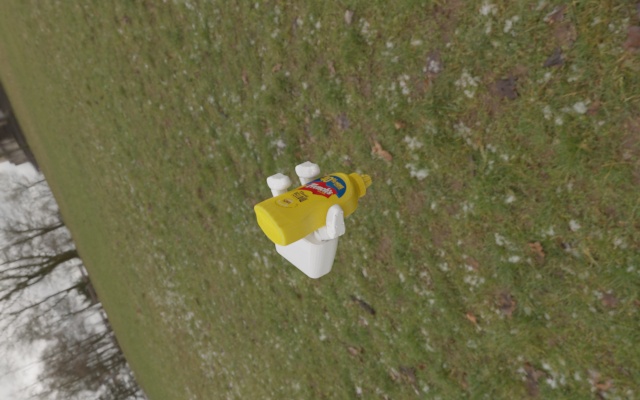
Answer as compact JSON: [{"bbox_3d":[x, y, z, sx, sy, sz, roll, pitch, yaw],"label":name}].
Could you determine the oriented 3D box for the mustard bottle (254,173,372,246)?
[{"bbox_3d":[0.000,0.002,0.752,0.191,0.058,0.096,-24,31,-23],"label":"mustard bottle"}]
